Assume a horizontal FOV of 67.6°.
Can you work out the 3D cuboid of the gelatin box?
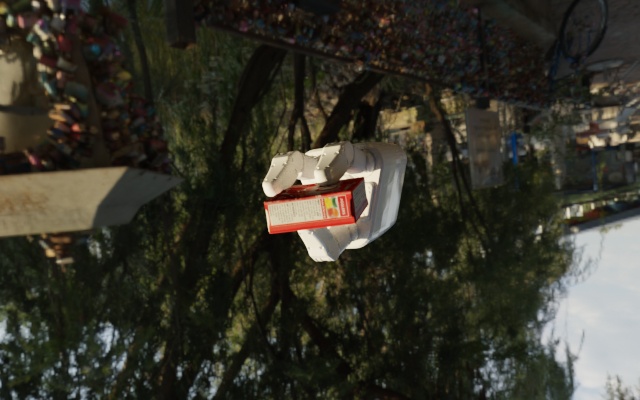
[{"bbox_3d":[0.000,0.002,0.418,0.073,0.030,0.089,-7,9,14],"label":"gelatin box"}]
